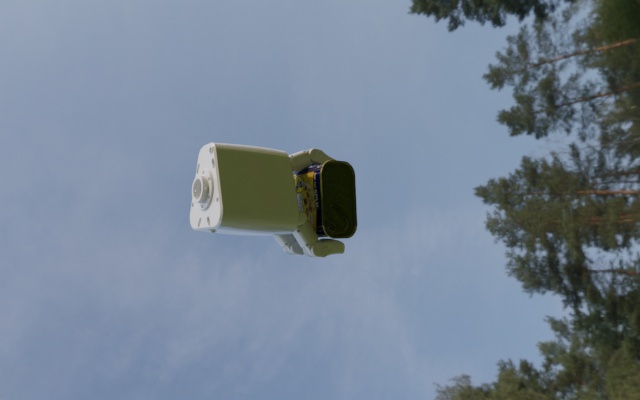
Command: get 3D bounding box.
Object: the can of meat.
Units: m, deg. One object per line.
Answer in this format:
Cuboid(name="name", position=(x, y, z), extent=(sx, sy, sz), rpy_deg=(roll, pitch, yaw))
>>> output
Cuboid(name="can of meat", position=(0.000, 0.002, 0.650), extent=(0.057, 0.102, 0.084), rpy_deg=(1, -6, -38))
